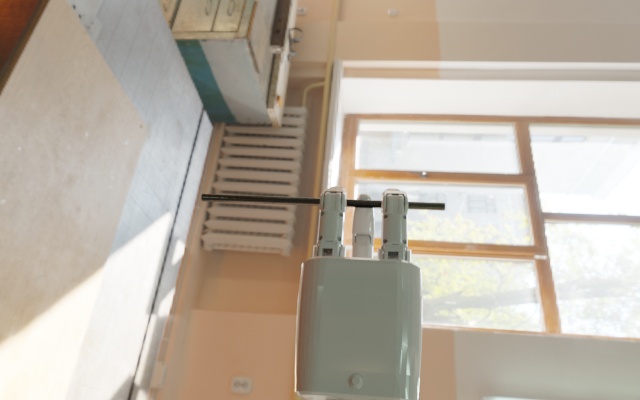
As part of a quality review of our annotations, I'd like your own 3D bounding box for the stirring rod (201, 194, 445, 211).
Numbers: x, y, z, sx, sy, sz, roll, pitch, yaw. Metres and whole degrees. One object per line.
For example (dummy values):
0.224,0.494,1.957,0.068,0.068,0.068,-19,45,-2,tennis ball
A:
0.000,0.002,0.472,0.239,0.011,0.011,2,0,6,stirring rod
